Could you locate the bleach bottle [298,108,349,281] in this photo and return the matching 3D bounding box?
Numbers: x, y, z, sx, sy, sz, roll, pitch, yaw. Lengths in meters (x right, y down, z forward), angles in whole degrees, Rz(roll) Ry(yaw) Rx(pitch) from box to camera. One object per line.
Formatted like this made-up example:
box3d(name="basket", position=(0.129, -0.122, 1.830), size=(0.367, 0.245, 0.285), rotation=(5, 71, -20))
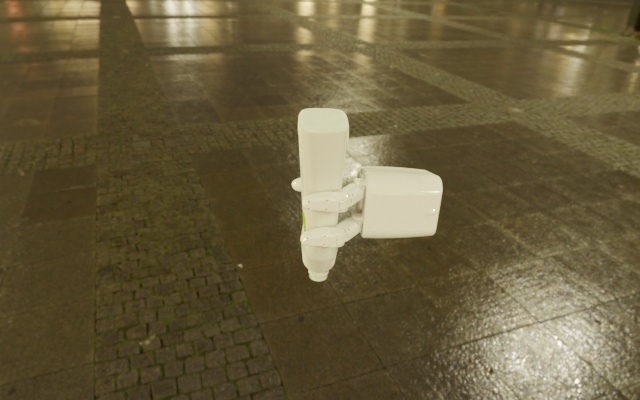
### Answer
box3d(name="bleach bottle", position=(0.000, 0.002, 0.690), size=(0.068, 0.251, 0.102), rotation=(1, 28, -3))
